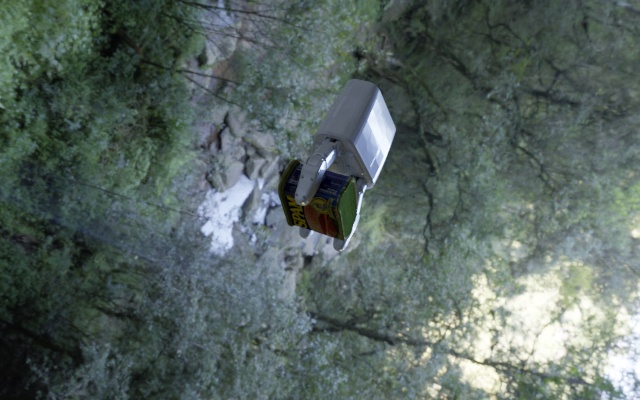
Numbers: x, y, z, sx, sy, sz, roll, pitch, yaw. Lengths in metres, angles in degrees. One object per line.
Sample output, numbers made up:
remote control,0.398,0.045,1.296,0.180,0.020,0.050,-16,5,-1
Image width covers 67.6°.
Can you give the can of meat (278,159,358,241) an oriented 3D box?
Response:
can of meat,0.000,0.002,0.623,0.084,0.057,0.102,16,-32,20
